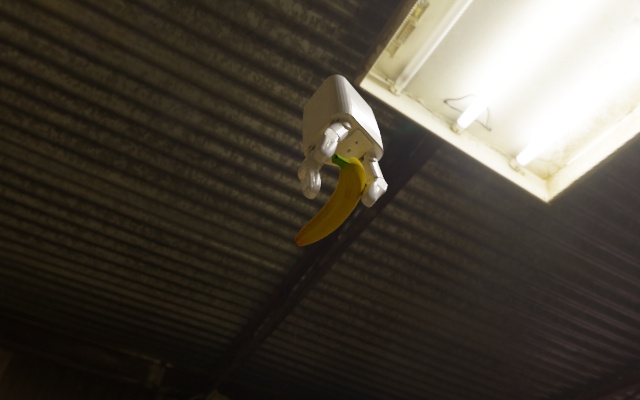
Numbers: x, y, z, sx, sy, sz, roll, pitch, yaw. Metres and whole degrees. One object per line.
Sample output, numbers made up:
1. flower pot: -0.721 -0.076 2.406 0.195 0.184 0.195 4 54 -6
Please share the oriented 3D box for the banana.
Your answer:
1. banana: 0.019 0.002 0.678 0.069 0.037 0.198 5 -42 -18
